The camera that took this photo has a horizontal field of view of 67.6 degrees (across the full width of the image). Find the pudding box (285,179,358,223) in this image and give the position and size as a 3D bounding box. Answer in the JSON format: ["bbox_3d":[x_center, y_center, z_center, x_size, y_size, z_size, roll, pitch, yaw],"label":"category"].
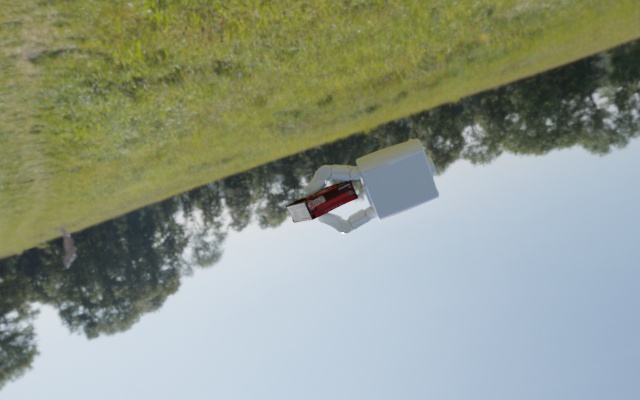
[{"bbox_3d":[0.000,0.003,0.808,0.090,0.039,0.113,-24,2,-20],"label":"pudding box"}]
